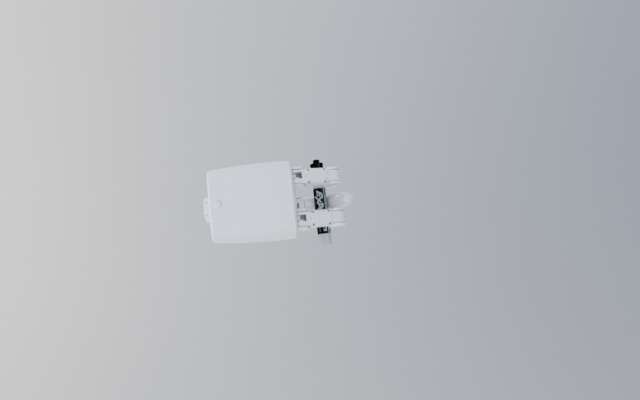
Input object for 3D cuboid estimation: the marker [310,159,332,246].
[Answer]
[{"bbox_3d":[0.000,0.002,0.666,0.020,0.121,0.020,-7,-9,-1],"label":"marker"}]
